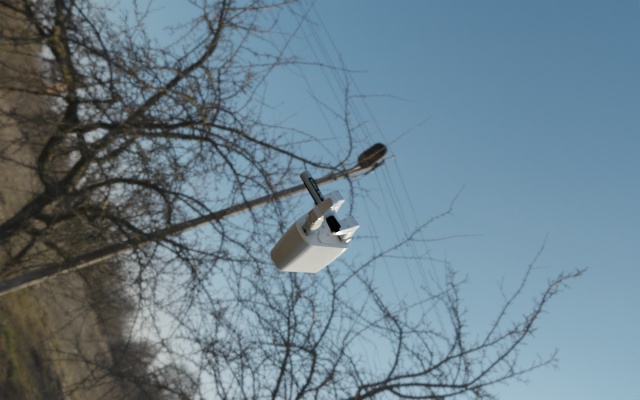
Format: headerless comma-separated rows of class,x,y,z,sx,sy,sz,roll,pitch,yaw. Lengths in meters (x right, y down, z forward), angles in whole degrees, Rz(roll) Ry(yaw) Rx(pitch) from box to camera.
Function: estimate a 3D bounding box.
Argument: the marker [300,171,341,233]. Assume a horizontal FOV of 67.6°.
marker,0.000,0.003,0.803,0.020,0.121,0.020,-26,-20,-10
